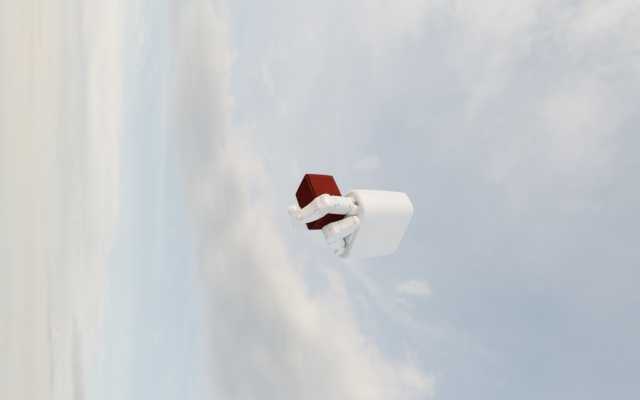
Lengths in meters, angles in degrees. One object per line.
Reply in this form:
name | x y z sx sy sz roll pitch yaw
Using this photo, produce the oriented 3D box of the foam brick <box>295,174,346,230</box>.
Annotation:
foam brick | 0.000 0.002 0.771 0.051 0.078 0.053 -1 -38 -30
